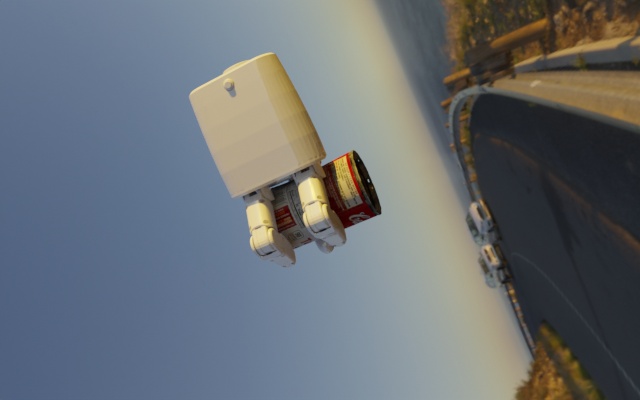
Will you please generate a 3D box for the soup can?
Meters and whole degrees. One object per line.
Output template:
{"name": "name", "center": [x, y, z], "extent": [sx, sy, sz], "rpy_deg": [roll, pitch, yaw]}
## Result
{"name": "soup can", "center": [0.000, 0.002, 0.471], "extent": [0.102, 0.068, 0.068], "rpy_deg": [-23, -6, 14]}
